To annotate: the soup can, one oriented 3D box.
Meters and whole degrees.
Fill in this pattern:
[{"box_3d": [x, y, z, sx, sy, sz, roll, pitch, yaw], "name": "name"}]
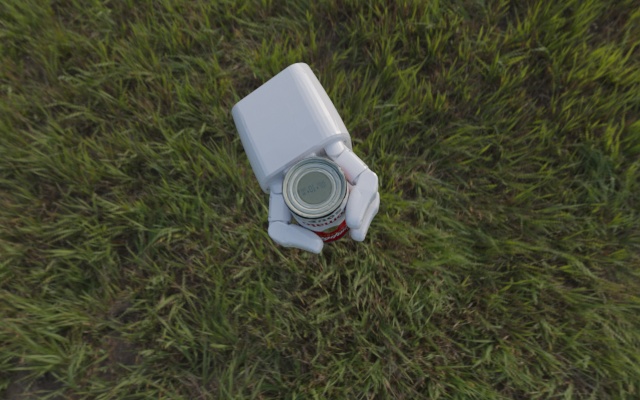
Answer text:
[{"box_3d": [0.000, 0.002, 0.517, 0.068, 0.068, 0.102, 0, -18, 8], "name": "soup can"}]
